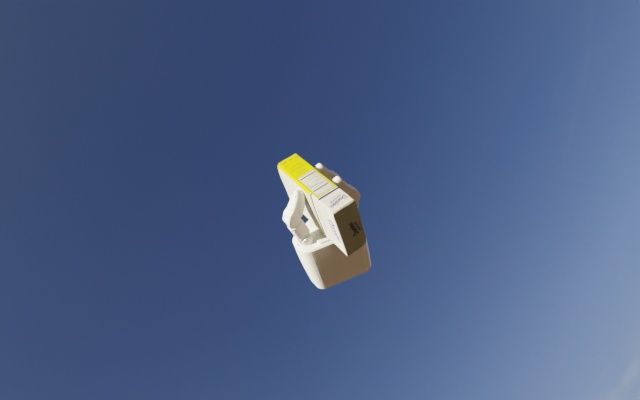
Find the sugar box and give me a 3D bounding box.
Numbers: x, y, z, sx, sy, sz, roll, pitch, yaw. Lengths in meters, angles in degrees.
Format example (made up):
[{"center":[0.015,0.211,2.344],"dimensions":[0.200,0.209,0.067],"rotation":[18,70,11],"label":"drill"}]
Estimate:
[{"center":[0.001,0.002,0.751],"dimensions":[0.048,0.093,0.176],"rotation":[-34,42,-17],"label":"sugar box"}]
